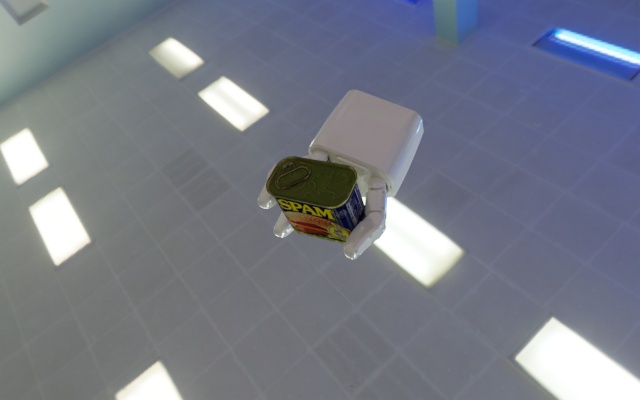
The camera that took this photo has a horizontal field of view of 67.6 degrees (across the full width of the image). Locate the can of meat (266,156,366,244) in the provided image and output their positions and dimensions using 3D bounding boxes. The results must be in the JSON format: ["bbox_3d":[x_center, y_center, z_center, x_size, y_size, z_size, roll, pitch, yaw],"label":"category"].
[{"bbox_3d":[0.000,0.002,0.548,0.102,0.057,0.084,12,-31,26],"label":"can of meat"}]
